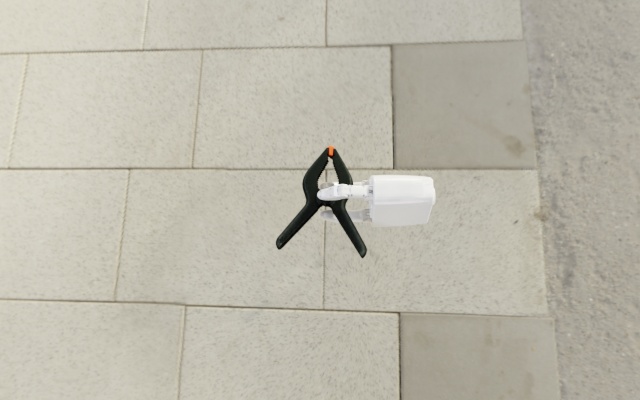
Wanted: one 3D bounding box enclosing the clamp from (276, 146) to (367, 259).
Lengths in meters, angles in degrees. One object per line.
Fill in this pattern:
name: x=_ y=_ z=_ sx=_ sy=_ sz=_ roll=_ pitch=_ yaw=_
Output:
clamp: x=0.000 y=0.002 z=0.879 sx=0.164 sy=0.210 sz=0.036 roll=-1 pitch=-13 yaw=1
